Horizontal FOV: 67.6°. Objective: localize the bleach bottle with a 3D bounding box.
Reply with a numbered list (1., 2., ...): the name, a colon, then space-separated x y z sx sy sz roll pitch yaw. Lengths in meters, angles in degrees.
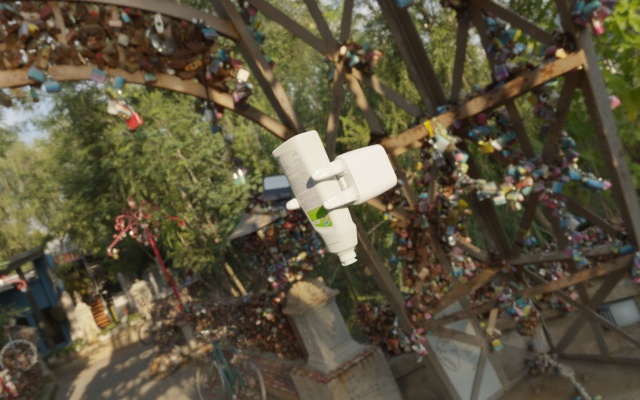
1. bleach bottle: 0.000 0.003 0.893 0.068 0.251 0.102 -23 -1 -36
